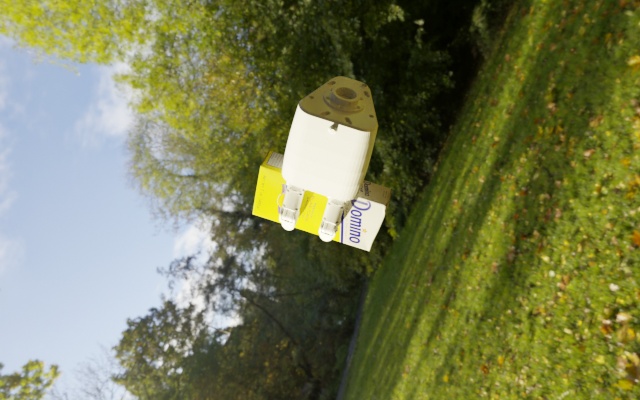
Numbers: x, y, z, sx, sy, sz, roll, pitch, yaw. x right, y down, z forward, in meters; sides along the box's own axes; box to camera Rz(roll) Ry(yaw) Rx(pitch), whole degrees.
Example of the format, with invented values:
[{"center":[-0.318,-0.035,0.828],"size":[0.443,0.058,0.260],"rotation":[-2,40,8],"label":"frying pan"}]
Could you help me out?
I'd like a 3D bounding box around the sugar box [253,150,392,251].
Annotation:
[{"center":[0.000,0.002,0.660],"size":[0.176,0.093,0.048],"rotation":[19,41,4],"label":"sugar box"}]
